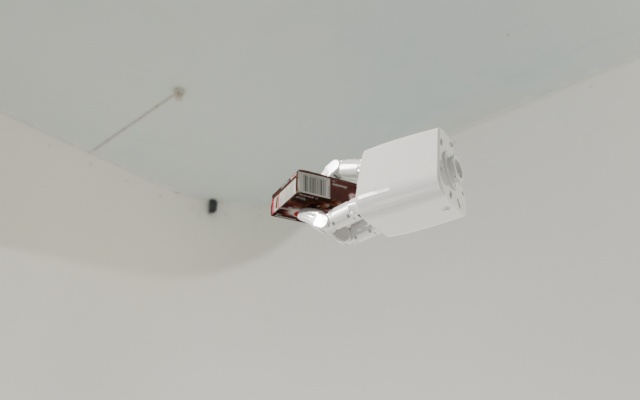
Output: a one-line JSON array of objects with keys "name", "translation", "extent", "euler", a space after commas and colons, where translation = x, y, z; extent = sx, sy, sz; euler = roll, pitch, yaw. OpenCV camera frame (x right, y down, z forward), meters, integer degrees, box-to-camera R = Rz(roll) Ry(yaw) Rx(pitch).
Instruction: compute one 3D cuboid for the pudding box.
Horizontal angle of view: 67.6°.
[{"name": "pudding box", "translation": [0.000, 0.002, 0.658], "extent": [0.113, 0.039, 0.090], "euler": [15, -29, -24]}]
